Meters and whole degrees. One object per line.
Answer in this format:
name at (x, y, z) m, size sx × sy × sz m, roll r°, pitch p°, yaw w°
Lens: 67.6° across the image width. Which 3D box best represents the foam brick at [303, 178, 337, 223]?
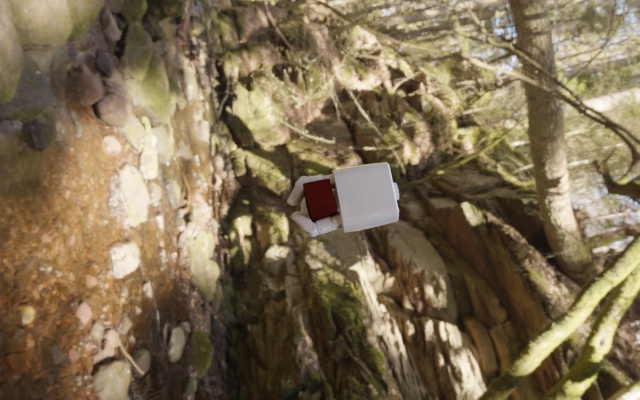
foam brick at (0.000, 0.003, 0.877) m, size 0.051 × 0.053 × 0.078 m, roll -11°, pitch -26°, yaw 1°
